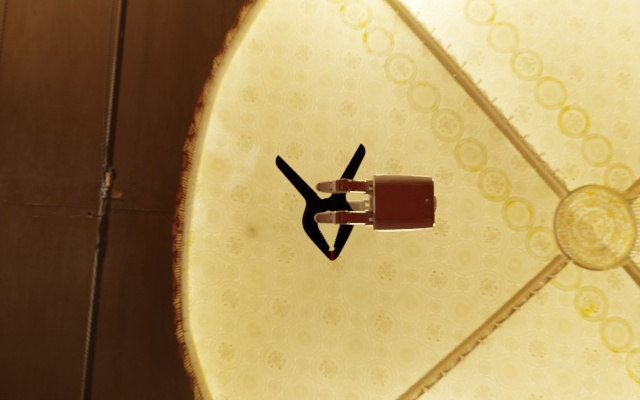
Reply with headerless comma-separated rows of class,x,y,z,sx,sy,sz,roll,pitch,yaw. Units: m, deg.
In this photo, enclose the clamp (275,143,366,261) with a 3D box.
clamp,0.000,0.003,0.858,0.164,0.210,0.036,-1,-5,5
